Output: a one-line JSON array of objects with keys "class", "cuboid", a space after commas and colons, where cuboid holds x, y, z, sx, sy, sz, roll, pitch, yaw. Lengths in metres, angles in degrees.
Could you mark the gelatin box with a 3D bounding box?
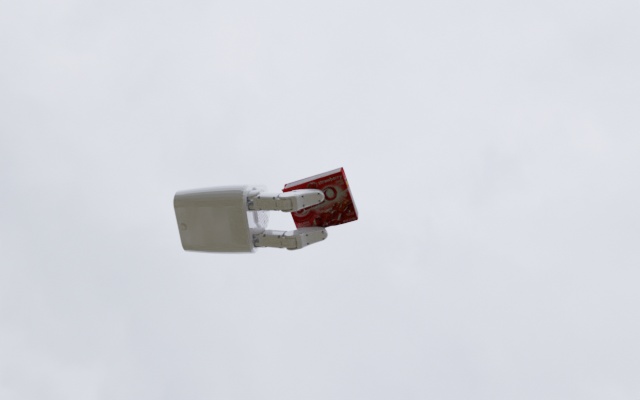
[{"class": "gelatin box", "cuboid": [0.000, 0.002, 0.658, 0.089, 0.073, 0.030, -16, 16, 11]}]
